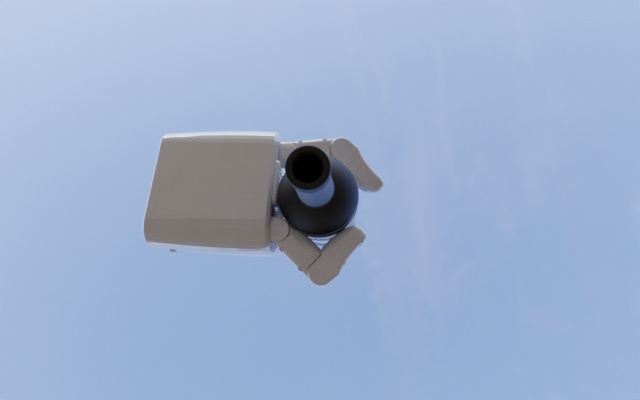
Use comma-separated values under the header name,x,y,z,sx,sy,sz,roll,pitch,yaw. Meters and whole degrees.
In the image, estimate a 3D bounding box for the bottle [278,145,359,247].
name,x,y,z,sx,sy,sz,roll,pitch,yaw
bottle,0.000,0.001,0.427,0.069,0.069,0.296,0,-8,3
